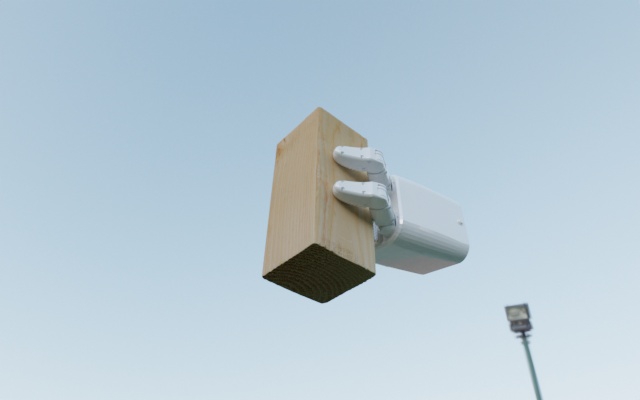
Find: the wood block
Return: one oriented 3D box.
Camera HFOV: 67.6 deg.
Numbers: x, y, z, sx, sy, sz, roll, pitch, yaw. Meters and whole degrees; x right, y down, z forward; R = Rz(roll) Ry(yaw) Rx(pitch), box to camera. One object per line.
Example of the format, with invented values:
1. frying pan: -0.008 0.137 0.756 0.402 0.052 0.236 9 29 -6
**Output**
1. wood block: 0.000 0.002 0.567 0.090 0.206 0.091 29 -48 -29
